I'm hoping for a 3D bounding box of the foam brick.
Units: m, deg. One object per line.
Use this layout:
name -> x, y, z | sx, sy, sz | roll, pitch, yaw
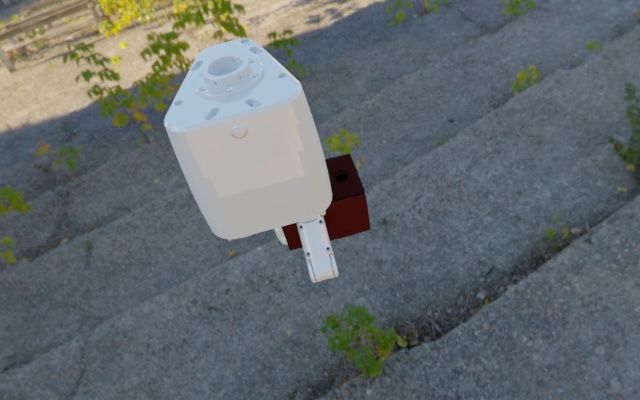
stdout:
foam brick -> 0.000, 0.001, 0.425 | 0.078, 0.051, 0.053 | -15, 45, -1
